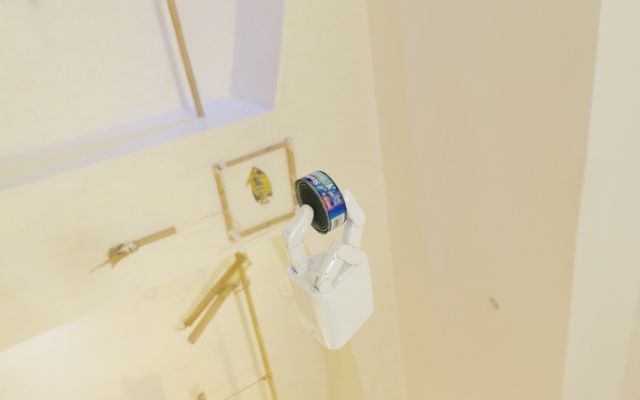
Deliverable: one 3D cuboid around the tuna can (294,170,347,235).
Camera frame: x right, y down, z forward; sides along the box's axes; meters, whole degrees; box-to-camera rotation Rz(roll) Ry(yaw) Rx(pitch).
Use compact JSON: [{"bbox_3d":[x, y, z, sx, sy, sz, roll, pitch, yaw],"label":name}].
[{"bbox_3d":[0.001,0.002,0.665,0.033,0.086,0.086,-27,11,-22],"label":"tuna can"}]
